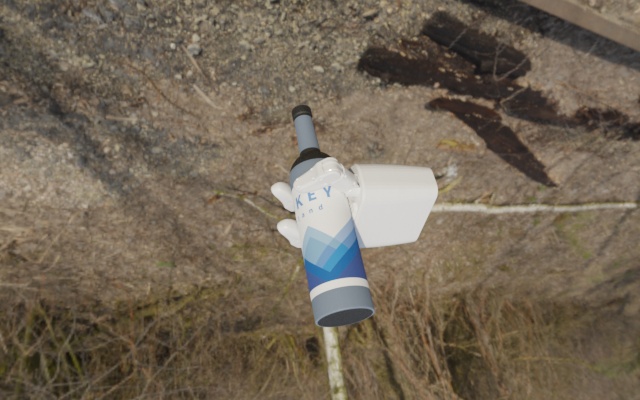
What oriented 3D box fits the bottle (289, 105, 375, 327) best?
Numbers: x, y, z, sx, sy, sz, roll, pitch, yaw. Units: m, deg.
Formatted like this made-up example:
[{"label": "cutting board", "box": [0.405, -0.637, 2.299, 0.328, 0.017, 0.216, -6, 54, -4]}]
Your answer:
[{"label": "bottle", "box": [0.000, 0.002, 0.590, 0.069, 0.295, 0.069, -9, -29, -5]}]
